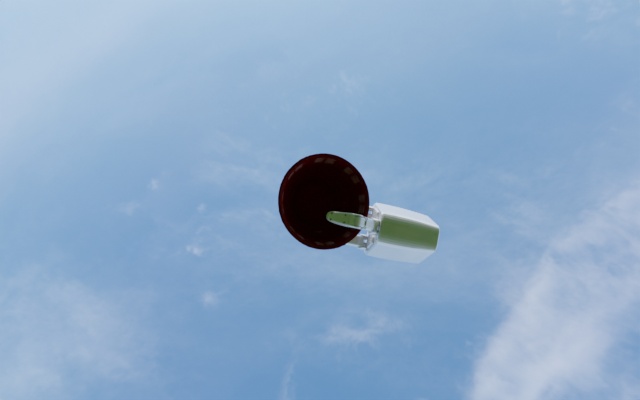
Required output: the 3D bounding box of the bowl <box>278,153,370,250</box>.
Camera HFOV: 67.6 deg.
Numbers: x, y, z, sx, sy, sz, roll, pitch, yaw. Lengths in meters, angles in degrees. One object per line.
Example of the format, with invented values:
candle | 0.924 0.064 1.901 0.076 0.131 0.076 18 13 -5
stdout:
bowl | -0.001 0.002 0.820 0.162 0.162 0.055 0 -3 -18
